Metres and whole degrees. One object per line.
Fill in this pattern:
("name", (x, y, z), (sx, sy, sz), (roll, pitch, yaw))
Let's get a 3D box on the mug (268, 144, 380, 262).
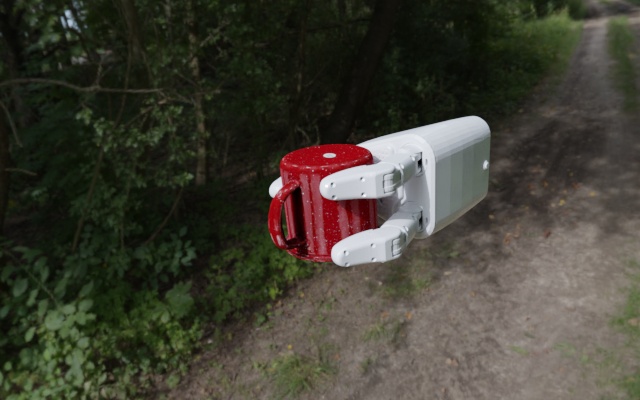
("mug", (-0.001, 0.002, 0.417), (0.093, 0.081, 0.117), (14, 27, 43))
